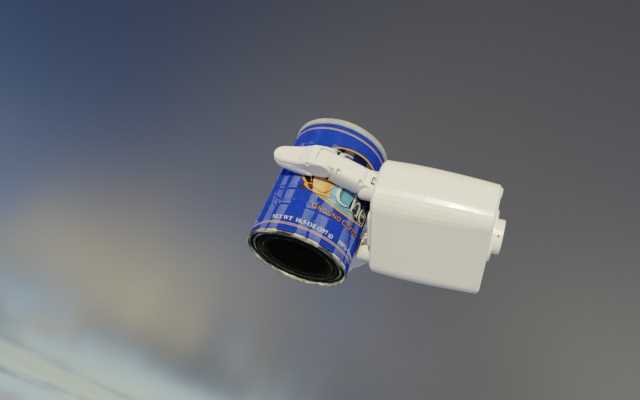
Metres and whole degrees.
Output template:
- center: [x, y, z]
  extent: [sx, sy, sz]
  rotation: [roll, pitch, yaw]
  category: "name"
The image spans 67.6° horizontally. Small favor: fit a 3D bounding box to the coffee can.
- center: [0.000, 0.001, 0.490]
  extent: [0.103, 0.140, 0.103]
  rotation: [17, -30, 10]
  category: "coffee can"
